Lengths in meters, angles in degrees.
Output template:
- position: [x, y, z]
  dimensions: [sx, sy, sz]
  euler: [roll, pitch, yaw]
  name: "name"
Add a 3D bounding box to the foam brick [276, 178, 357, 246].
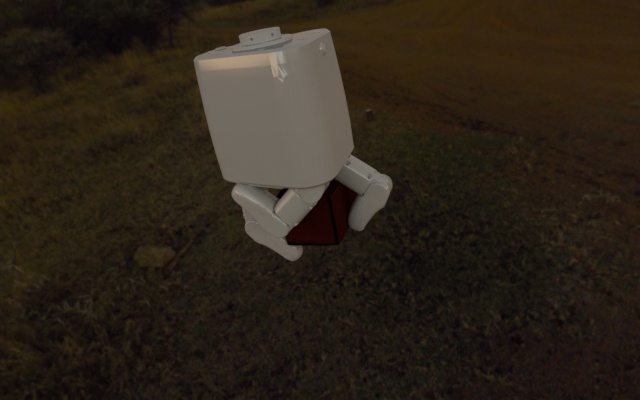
- position: [0.000, 0.001, 0.453]
  dimensions: [0.053, 0.051, 0.078]
  euler: [-2, 26, 20]
  name: "foam brick"
